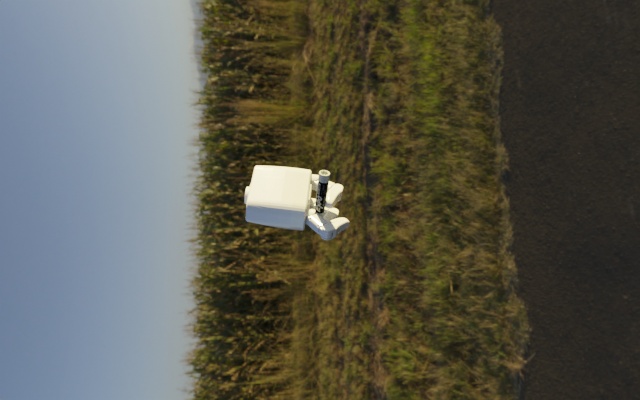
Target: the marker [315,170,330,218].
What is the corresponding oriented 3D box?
[{"bbox_3d":[0.000,0.003,0.832,0.020,0.121,0.020,5,35,-4],"label":"marker"}]
